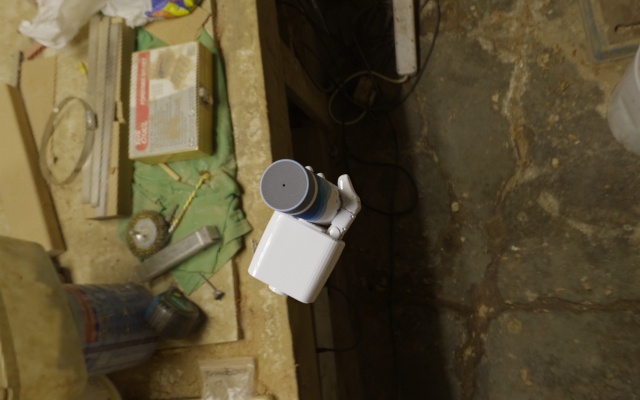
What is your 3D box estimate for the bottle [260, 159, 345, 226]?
[{"bbox_3d":[0.000,0.002,0.730,0.069,0.069,0.296,0,-8,18],"label":"bottle"}]
